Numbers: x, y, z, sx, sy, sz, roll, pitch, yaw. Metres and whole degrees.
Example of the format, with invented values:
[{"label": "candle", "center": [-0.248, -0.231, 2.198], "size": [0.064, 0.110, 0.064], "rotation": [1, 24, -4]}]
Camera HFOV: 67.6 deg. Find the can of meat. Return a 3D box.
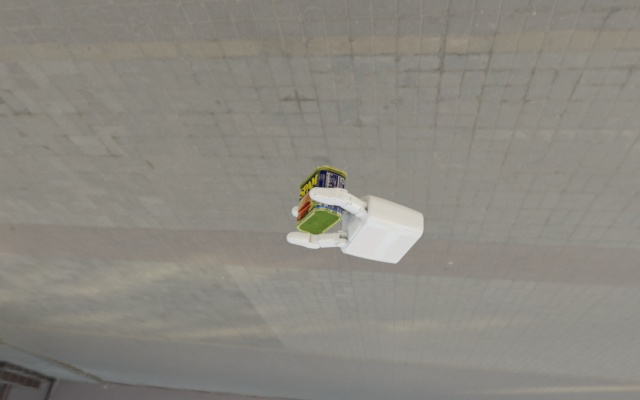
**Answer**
[{"label": "can of meat", "center": [0.000, 0.003, 0.815], "size": [0.057, 0.084, 0.102], "rotation": [18, -31, -21]}]
